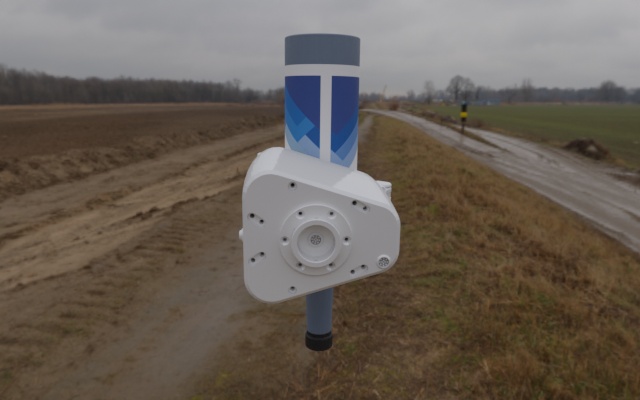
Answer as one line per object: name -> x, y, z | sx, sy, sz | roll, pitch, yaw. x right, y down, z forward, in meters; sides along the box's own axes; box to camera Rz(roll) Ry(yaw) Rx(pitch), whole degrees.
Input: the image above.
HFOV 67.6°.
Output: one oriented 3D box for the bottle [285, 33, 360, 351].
bottle -> 0.000, 0.001, 0.450 | 0.069, 0.296, 0.069 | 1, 12, 0
